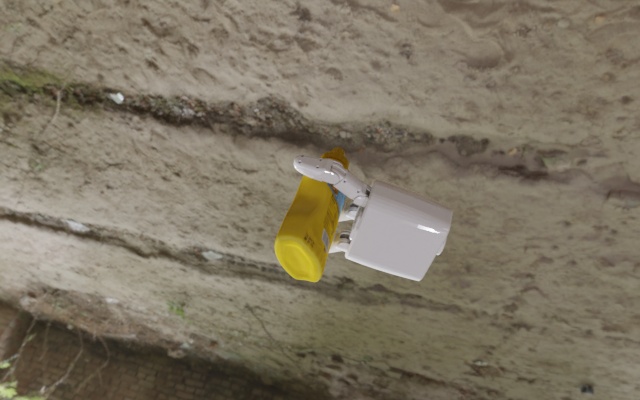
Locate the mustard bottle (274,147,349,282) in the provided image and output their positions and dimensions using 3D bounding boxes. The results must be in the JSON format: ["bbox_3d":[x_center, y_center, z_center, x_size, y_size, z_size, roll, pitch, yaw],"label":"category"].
[{"bbox_3d":[0.000,0.002,0.622,0.058,0.191,0.096,5,-39,21],"label":"mustard bottle"}]
